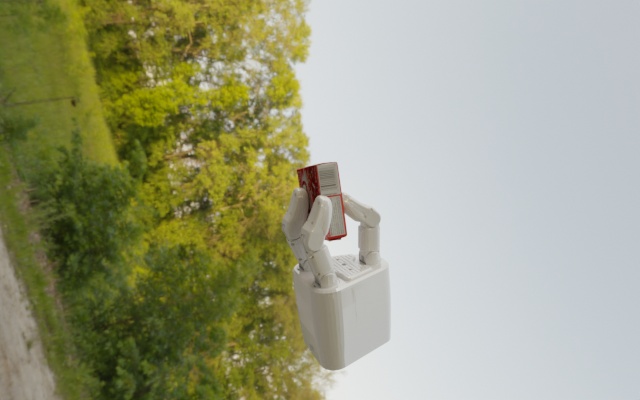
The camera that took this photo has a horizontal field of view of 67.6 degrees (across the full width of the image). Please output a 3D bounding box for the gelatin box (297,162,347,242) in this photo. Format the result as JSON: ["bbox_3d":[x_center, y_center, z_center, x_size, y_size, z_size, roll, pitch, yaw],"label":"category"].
[{"bbox_3d":[0.000,0.001,0.569,0.030,0.089,0.073,-8,2,-19],"label":"gelatin box"}]
